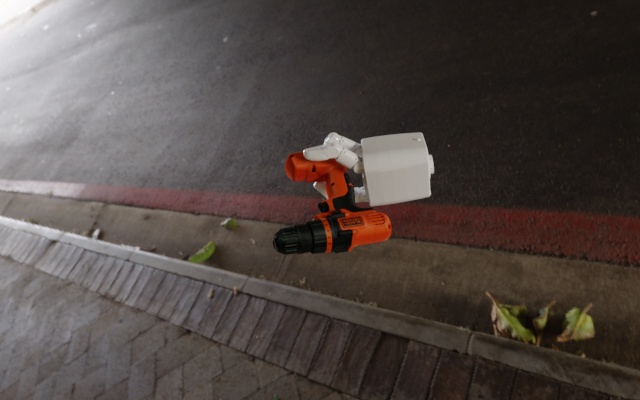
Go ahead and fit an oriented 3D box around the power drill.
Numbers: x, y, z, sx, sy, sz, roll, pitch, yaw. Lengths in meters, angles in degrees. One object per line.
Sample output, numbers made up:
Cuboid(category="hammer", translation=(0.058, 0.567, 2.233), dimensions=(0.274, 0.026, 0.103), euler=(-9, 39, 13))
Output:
Cuboid(category="power drill", translation=(0.000, 0.002, 0.763), dimensions=(0.184, 0.187, 0.057), euler=(-6, -39, -17))
